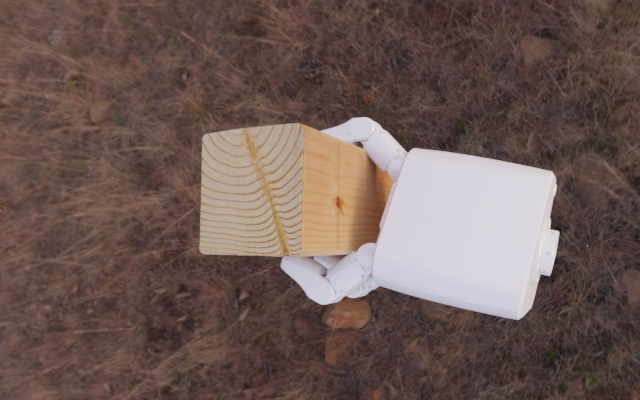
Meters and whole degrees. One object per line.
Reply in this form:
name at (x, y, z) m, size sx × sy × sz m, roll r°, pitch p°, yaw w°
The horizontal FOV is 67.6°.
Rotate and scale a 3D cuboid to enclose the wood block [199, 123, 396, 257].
wood block at (0.000, 0.001, 0.418) m, size 0.090 × 0.091 × 0.206 m, roll -2°, pitch -6°, yaw 29°
